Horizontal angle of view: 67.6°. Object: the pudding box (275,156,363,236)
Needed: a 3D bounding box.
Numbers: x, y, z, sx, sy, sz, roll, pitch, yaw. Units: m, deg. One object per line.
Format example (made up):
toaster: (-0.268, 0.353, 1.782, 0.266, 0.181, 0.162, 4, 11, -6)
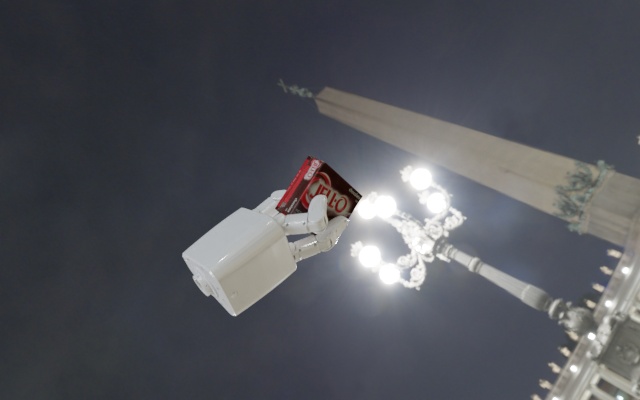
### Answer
pudding box: (0.000, 0.002, 0.679, 0.039, 0.090, 0.113, 29, -5, 40)
